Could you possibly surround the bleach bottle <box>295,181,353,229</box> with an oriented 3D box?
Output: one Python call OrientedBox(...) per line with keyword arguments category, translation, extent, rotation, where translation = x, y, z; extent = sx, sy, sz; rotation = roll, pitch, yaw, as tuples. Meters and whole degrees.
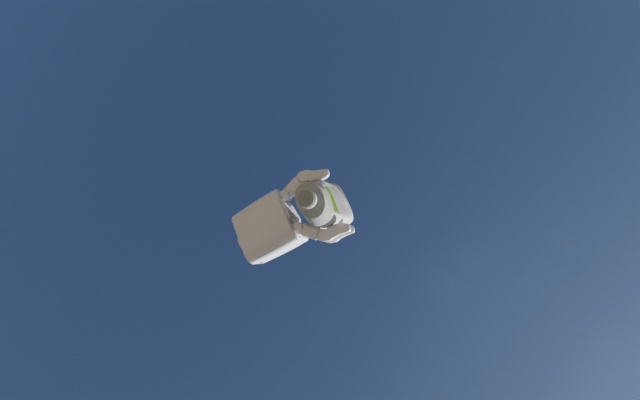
OrientedBox(category="bleach bottle", translation=(0.000, 0.003, 0.885), extent=(0.068, 0.102, 0.251), rotation=(-29, -12, 8))
